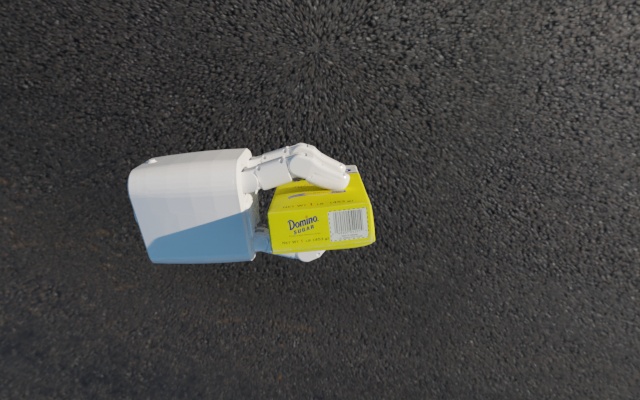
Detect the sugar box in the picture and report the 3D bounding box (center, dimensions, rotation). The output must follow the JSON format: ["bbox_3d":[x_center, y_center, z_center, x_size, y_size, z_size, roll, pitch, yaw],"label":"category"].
[{"bbox_3d":[0.000,0.001,0.497,0.093,0.048,0.176,-5,17,0],"label":"sugar box"}]
